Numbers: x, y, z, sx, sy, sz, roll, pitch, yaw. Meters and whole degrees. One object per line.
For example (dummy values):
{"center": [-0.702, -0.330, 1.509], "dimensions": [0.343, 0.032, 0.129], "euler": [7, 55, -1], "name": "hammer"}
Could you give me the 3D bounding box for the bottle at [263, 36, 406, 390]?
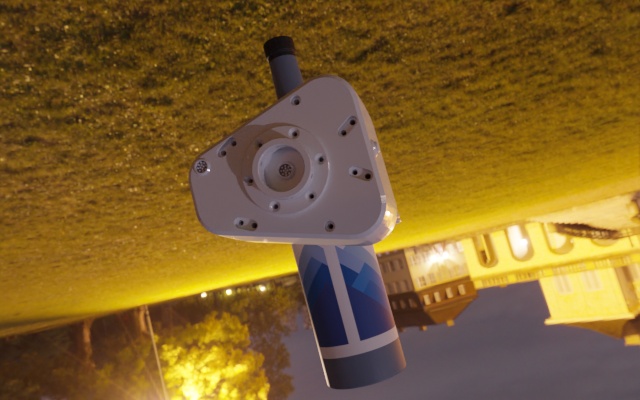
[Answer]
{"center": [0.000, 0.002, 0.407], "dimensions": [0.069, 0.295, 0.069], "euler": [-15, -7, -2], "name": "bottle"}
